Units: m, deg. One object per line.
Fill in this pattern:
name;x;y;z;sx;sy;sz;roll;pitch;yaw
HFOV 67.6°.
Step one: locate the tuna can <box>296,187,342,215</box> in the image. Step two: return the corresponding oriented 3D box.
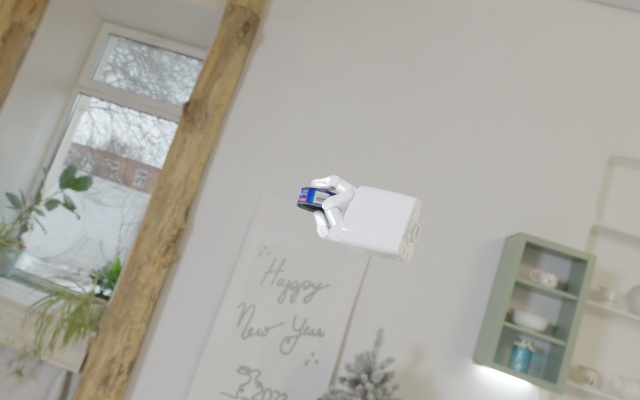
tuna can;0.000;0.002;0.895;0.086;0.033;0.086;13;-10;2
